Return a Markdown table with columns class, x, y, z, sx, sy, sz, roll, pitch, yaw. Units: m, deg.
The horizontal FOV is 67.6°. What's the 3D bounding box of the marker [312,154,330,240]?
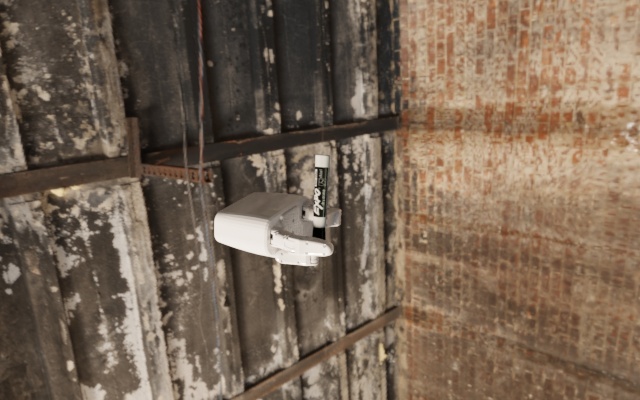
| class | x | y | z | sx | sy | sz | roll | pitch | yaw |
| --- | --- | --- | --- | --- | --- | --- | --- | --- | --- |
| marker | 0.000 | 0.002 | 0.612 | 0.020 | 0.121 | 0.020 | 3 | 7 | 0 |
